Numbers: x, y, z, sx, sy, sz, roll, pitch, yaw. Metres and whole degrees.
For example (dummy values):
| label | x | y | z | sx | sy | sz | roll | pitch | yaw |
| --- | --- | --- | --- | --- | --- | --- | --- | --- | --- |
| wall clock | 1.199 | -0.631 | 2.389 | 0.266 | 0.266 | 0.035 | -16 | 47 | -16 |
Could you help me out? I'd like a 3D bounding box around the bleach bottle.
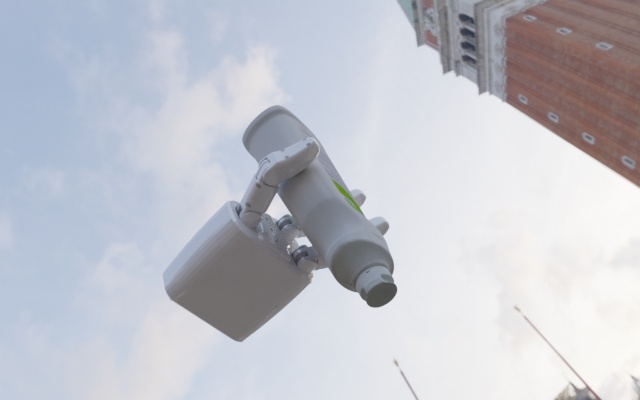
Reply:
| label | x | y | z | sx | sy | sz | roll | pitch | yaw |
| --- | --- | --- | --- | --- | --- | --- | --- | --- | --- |
| bleach bottle | 0.000 | 0.002 | 0.468 | 0.103 | 0.068 | 0.250 | 38 | 13 | -39 |
